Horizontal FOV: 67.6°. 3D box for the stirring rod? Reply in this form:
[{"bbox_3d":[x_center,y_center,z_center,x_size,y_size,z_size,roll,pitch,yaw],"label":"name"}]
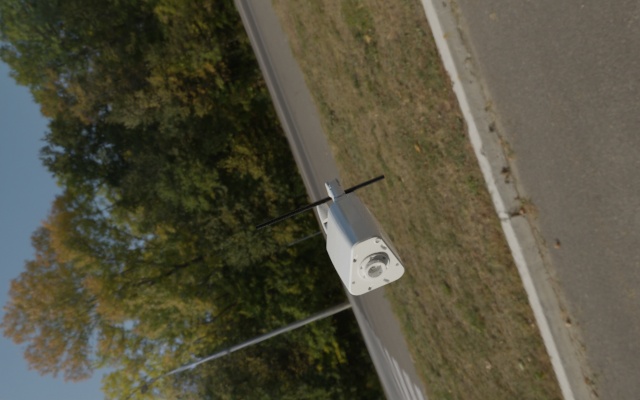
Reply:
[{"bbox_3d":[0.000,0.003,0.832,0.239,0.011,0.011,-22,1,-4],"label":"stirring rod"}]
